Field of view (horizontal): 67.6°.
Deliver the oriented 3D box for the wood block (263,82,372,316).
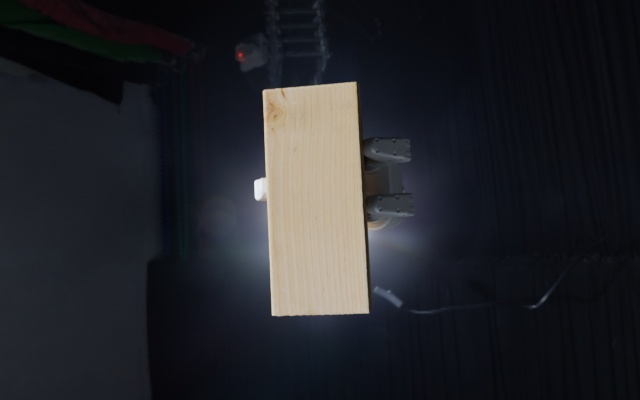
[{"bbox_3d":[0.000,0.001,0.468,0.091,0.206,0.090,-4,-5,6],"label":"wood block"}]
